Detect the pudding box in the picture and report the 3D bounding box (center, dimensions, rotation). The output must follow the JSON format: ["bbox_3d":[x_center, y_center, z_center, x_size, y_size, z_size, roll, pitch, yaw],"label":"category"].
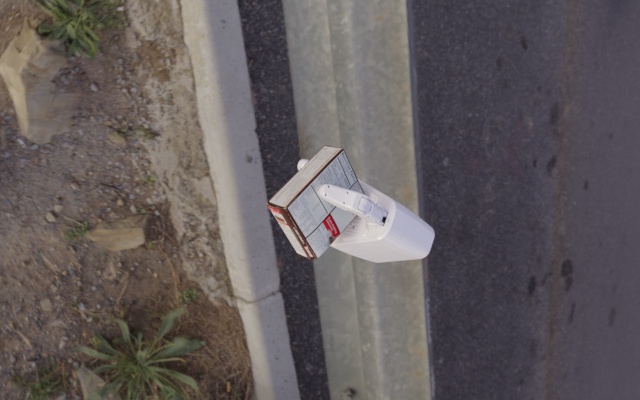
[{"bbox_3d":[0.000,0.002,0.578,0.039,0.090,0.113,11,49,45],"label":"pudding box"}]
